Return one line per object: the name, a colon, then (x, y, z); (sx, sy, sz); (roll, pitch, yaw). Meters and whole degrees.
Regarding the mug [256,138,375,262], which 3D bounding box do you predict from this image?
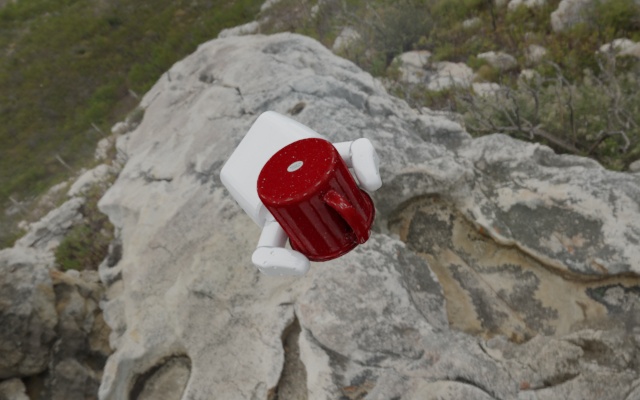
mug: (0.001, 0.002, 0.434); (0.117, 0.093, 0.081); (37, -14, 47)
